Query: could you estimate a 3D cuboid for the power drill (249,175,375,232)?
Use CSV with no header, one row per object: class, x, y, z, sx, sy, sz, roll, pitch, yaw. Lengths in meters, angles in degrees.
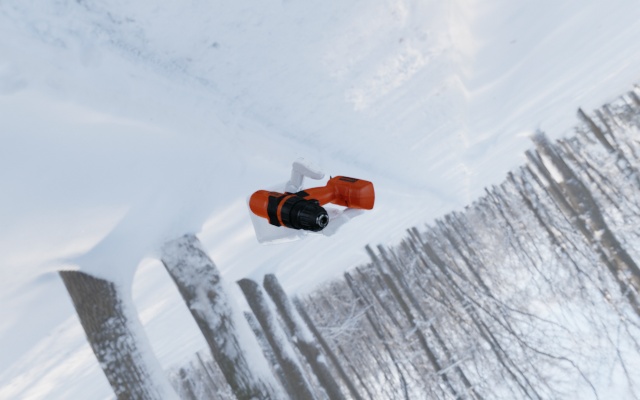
power drill,0.000,0.003,0.792,0.187,0.057,0.184,-11,17,-38
